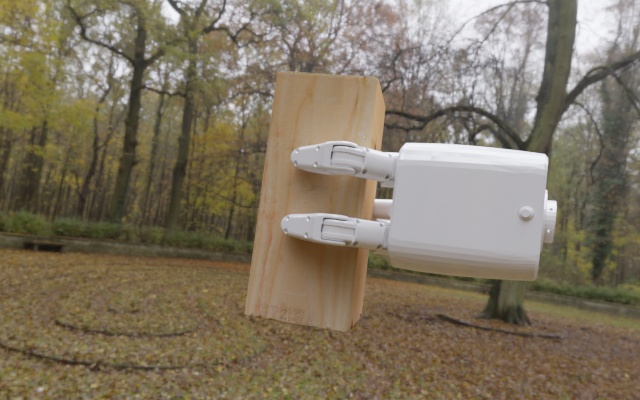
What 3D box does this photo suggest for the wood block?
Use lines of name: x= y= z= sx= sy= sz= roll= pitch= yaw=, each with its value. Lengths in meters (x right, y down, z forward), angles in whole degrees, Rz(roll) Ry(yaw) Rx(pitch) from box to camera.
wood block: x=0.001 y=0.001 z=0.431 sx=0.090 sy=0.206 sz=0.091 roll=6 pitch=-4 yaw=12
